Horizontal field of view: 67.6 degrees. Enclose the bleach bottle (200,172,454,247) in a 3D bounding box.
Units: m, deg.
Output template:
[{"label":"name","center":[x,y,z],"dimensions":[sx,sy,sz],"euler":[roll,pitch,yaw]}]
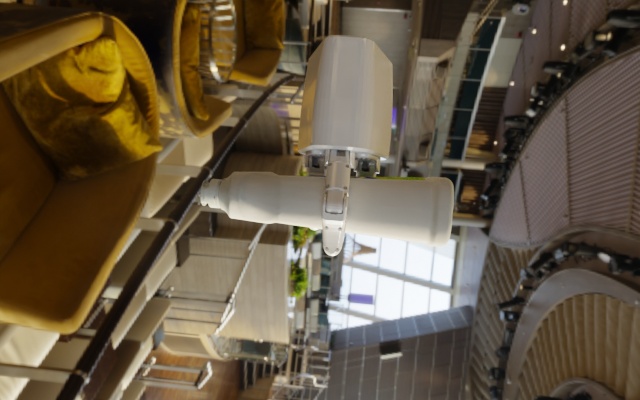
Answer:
[{"label":"bleach bottle","center":[0.000,0.002,0.492],"dimensions":[0.251,0.068,0.102],"euler":[4,1,4]}]
